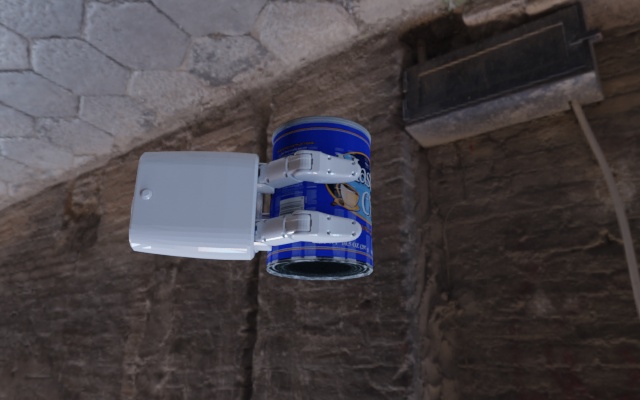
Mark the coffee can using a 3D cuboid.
[{"bbox_3d":[0.000,0.001,0.478,0.103,0.140,0.103,1,-19,0],"label":"coffee can"}]
